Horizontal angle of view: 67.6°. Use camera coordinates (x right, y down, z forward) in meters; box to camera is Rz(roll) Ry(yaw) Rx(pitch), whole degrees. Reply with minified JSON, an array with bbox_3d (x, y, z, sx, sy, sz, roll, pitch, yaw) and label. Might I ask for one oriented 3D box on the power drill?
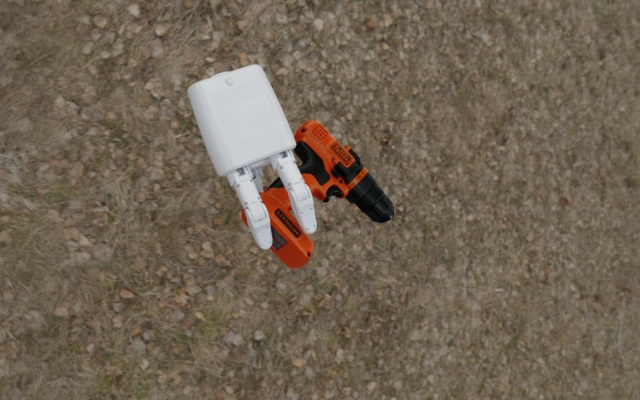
[{"bbox_3d":[0.000,0.002,0.640,0.187,0.184,0.057,-48,5,-39],"label":"power drill"}]
